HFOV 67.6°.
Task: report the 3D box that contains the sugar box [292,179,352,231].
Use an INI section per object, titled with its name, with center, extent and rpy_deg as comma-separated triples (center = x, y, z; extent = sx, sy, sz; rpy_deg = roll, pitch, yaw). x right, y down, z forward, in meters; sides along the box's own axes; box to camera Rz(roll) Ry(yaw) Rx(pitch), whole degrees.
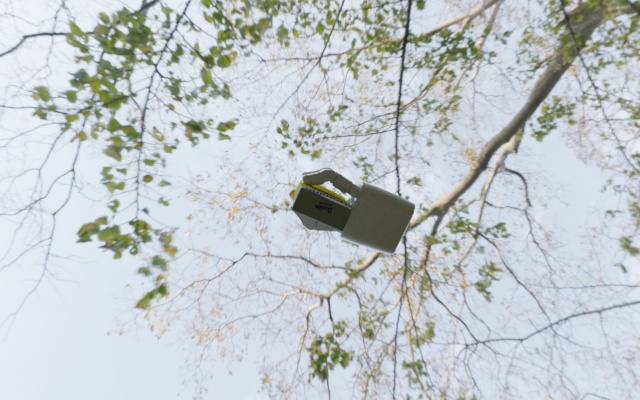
[sugar box]
center = 0.000, 0.002, 0.839
extent = 0.093, 0.048, 0.176
rpy_deg = 24, 4, -5
